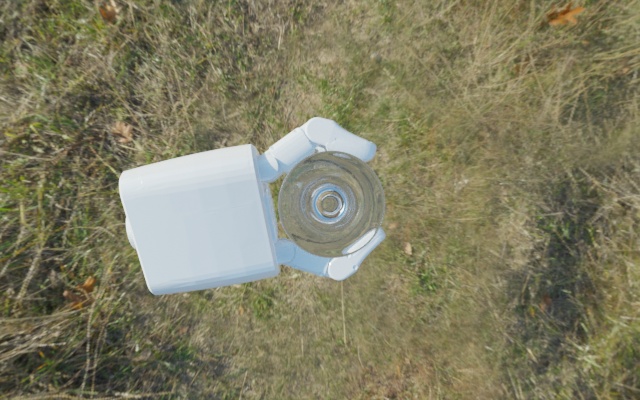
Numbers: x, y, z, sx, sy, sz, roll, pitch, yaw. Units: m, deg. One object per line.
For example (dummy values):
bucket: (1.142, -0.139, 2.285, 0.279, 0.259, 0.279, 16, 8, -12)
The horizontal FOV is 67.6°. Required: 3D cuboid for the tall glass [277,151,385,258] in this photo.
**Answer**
tall glass: (0.000, 0.001, 0.426, 0.079, 0.079, 0.201, 0, 1, -4)
